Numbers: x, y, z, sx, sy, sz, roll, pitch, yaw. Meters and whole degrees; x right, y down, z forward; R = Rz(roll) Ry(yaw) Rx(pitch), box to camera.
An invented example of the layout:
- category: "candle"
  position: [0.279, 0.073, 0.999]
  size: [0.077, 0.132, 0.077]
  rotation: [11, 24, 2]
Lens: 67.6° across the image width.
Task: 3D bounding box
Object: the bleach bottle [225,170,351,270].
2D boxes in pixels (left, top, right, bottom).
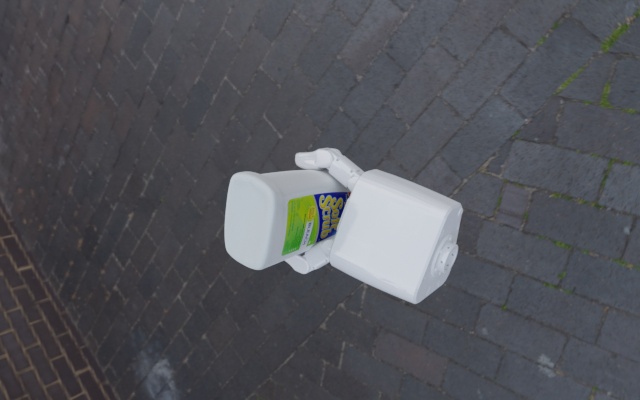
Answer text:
- category: "bleach bottle"
  position: [0.000, 0.002, 0.576]
  size: [0.068, 0.103, 0.251]
  rotation: [23, 23, 32]
